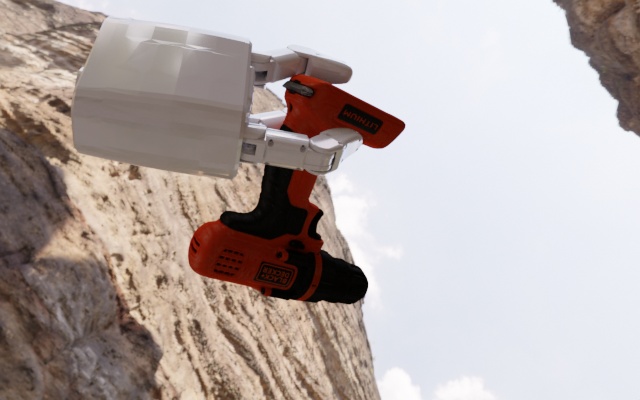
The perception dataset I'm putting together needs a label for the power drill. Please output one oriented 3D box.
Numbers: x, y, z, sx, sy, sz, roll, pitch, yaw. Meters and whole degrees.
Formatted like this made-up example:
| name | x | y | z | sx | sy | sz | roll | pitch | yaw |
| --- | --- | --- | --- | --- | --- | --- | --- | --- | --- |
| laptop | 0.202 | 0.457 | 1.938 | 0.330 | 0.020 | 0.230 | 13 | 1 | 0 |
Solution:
| name | x | y | z | sx | sy | sz | roll | pitch | yaw |
| --- | --- | --- | --- | --- | --- | --- | --- | --- | --- |
| power drill | 0.000 | 0.001 | 0.418 | 0.184 | 0.187 | 0.057 | 19 | 8 | -36 |
